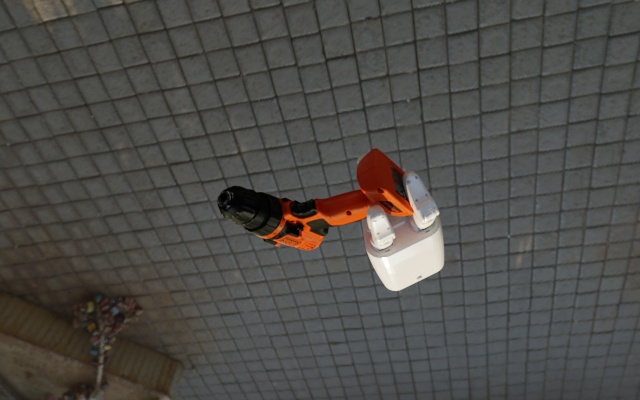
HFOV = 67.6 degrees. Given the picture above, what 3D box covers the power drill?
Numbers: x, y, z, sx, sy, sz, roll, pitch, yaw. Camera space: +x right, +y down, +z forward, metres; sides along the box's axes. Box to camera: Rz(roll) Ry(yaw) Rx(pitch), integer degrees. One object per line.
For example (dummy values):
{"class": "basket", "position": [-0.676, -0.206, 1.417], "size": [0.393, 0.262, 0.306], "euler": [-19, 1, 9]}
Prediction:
{"class": "power drill", "position": [0.001, 0.002, 0.558], "size": [0.188, 0.057, 0.184], "euler": [-18, -23, 26]}
